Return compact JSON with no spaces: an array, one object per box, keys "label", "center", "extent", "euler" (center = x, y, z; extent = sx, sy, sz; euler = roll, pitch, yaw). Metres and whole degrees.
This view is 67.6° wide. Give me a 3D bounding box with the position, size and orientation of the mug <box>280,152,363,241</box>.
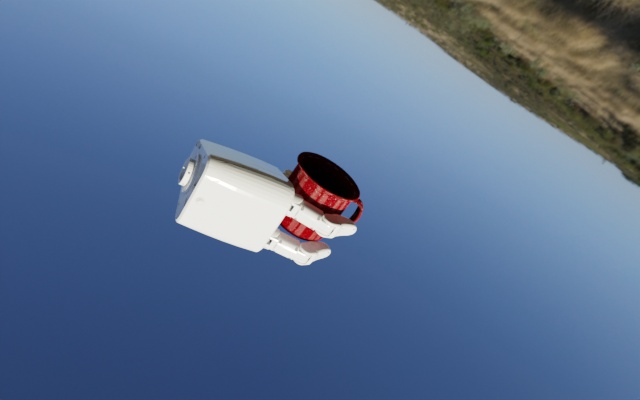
[{"label":"mug","center":[0.001,0.003,0.619],"extent":[0.117,0.081,0.093],"euler":[23,28,-26]}]
